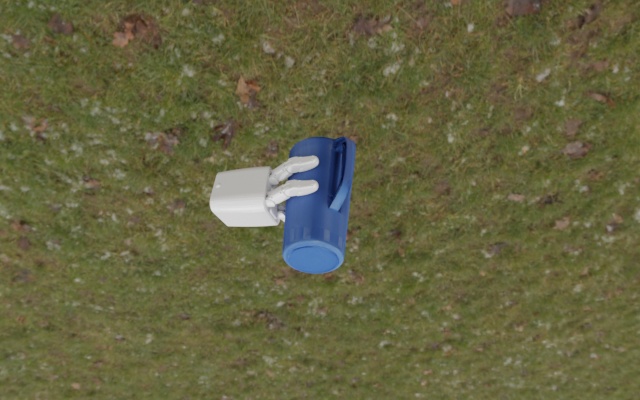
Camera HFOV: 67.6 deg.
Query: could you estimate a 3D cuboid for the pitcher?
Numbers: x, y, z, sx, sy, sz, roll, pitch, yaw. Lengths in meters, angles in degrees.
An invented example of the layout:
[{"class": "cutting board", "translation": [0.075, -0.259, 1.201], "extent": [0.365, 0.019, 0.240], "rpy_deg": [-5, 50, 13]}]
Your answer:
[{"class": "pitcher", "translation": [0.000, 0.003, 0.887], "extent": [0.145, 0.242, 0.149], "rpy_deg": [-4, -38, 11]}]
